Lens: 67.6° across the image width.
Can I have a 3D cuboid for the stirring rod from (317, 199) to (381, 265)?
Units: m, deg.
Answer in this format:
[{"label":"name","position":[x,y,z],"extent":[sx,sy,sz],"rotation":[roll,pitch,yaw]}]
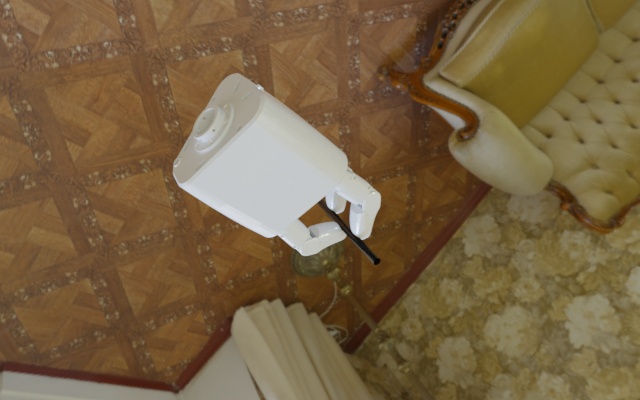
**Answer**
[{"label":"stirring rod","position":[0.000,0.002,0.548],"extent":[0.011,0.011,0.239],"rotation":[0,28,-31]}]
